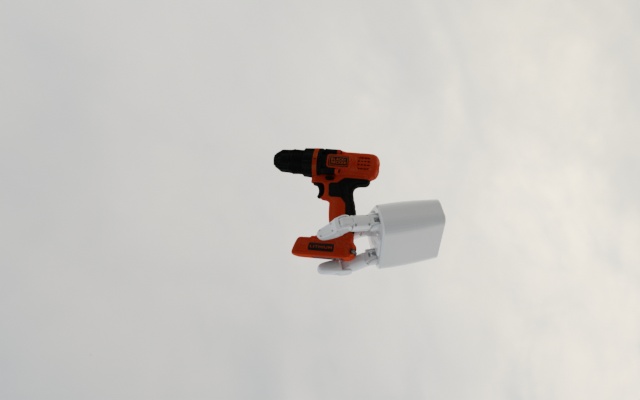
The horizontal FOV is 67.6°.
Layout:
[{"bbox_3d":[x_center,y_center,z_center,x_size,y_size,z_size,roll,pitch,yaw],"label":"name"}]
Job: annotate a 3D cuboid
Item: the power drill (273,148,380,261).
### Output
[{"bbox_3d":[0.000,0.003,0.801,0.184,0.187,0.057,5,-10,13],"label":"power drill"}]
